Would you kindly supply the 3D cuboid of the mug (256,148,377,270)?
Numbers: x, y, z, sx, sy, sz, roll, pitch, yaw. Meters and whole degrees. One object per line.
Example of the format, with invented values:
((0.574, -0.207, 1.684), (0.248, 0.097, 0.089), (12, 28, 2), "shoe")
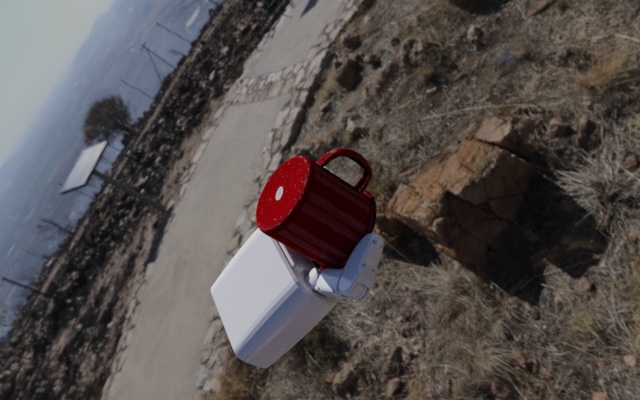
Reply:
((0.001, 0.000, 0.453), (0.081, 0.117, 0.093), (32, 16, -31), "mug")
